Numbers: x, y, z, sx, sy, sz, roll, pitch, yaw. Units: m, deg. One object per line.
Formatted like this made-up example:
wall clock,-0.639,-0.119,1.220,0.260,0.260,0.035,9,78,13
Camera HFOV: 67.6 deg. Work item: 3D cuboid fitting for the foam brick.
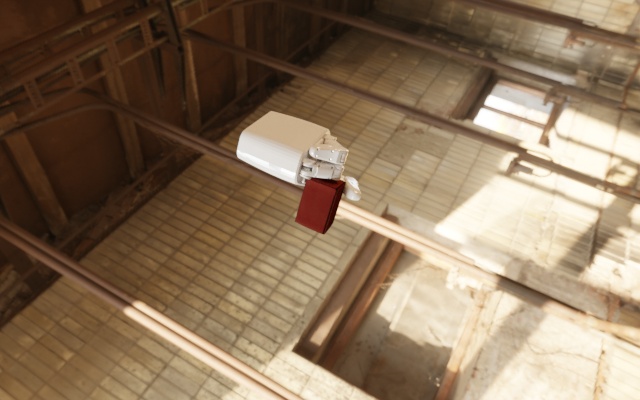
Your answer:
foam brick,0.000,0.003,0.743,0.051,0.078,0.053,21,21,11
